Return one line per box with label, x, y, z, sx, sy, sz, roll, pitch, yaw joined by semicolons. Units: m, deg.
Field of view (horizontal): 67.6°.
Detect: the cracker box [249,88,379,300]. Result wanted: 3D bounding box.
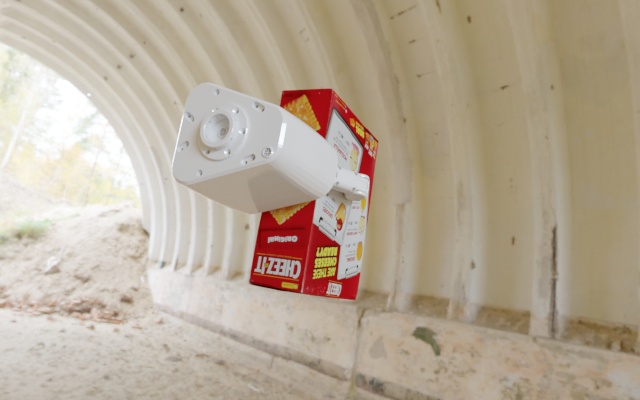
cracker box;0.000;0.002;0.559;0.072;0.213;0.164;5;-11;25
